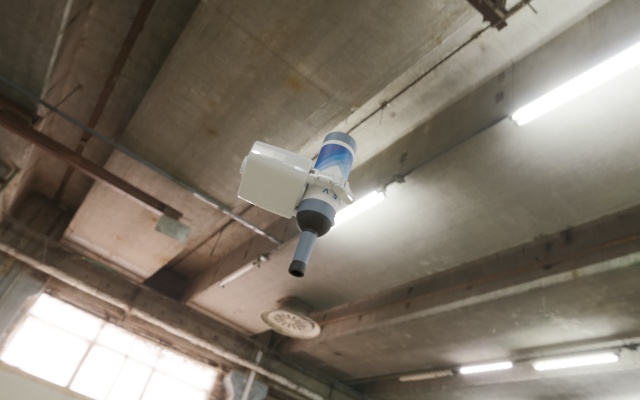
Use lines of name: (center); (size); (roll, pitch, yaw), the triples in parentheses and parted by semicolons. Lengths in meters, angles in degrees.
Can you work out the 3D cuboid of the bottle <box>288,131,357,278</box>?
bottle: (0.000, 0.003, 0.846); (0.069, 0.295, 0.069); (12, -36, 9)
